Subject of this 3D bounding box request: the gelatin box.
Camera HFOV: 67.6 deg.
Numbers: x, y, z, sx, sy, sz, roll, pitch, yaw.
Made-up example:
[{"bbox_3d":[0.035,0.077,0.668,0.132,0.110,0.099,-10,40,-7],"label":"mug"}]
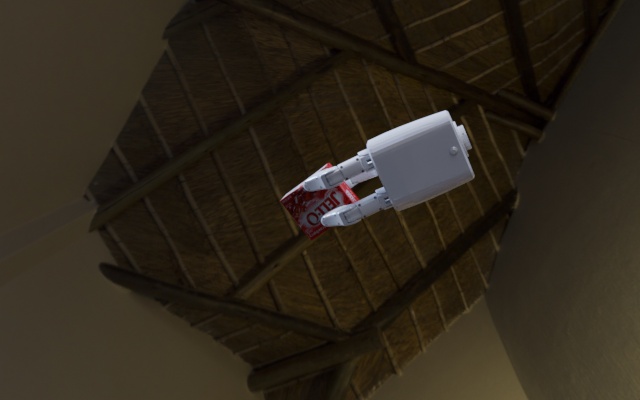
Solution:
[{"bbox_3d":[0.000,0.002,0.664,0.089,0.073,0.030,-35,7,26],"label":"gelatin box"}]
